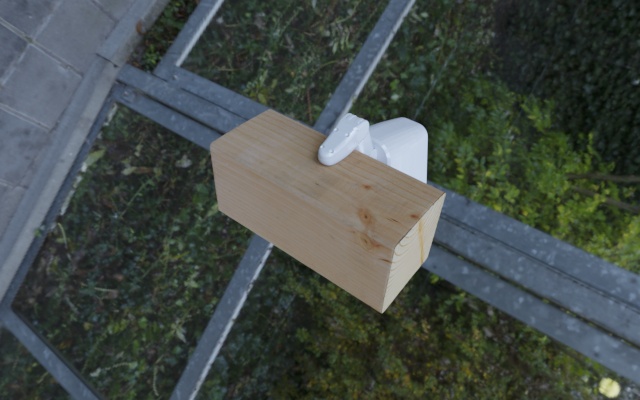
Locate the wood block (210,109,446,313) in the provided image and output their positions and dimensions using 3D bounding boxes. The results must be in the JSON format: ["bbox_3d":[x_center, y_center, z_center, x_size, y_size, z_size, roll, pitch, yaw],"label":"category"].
[{"bbox_3d":[0.000,0.001,0.462,0.206,0.091,0.090,29,47,25],"label":"wood block"}]
